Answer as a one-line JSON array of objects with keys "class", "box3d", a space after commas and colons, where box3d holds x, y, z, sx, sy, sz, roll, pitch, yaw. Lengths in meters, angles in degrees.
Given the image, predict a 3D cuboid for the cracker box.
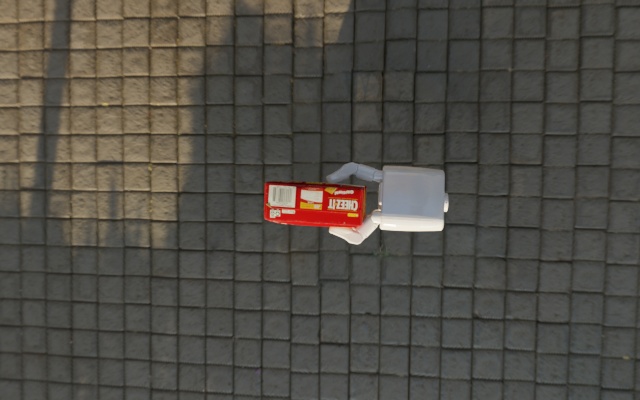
[{"class": "cracker box", "box3d": [0.000, 0.003, 0.873, 0.164, 0.072, 0.213, 3, 2, 6]}]
